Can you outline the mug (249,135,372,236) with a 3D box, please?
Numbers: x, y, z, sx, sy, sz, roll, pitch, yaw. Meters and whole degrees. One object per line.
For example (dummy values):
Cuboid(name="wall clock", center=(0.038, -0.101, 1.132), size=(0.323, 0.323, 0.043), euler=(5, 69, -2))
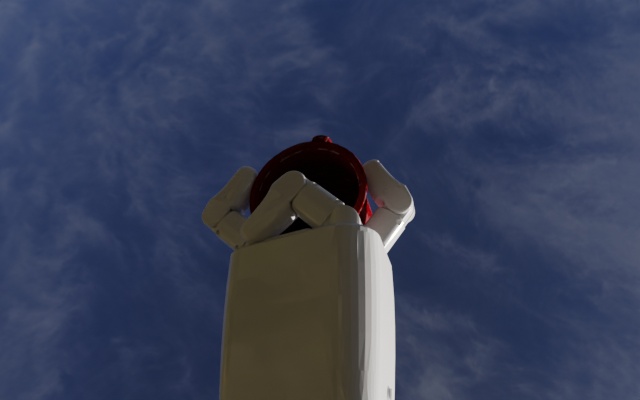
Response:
Cuboid(name="mug", center=(0.000, 0.000, 0.402), size=(0.093, 0.117, 0.081), euler=(-5, -30, 14))
